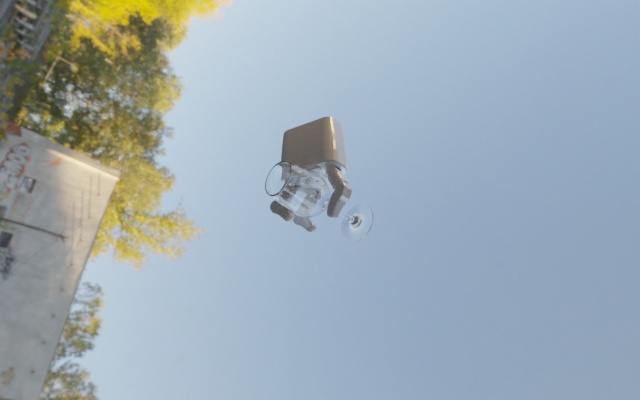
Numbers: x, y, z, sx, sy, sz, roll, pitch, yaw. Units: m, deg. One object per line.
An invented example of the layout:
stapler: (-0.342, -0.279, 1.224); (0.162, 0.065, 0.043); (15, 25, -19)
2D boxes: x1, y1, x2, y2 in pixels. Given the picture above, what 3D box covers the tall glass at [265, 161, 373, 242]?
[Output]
tall glass: (0.001, 0.003, 0.814); (0.079, 0.079, 0.201); (0, -23, 47)
